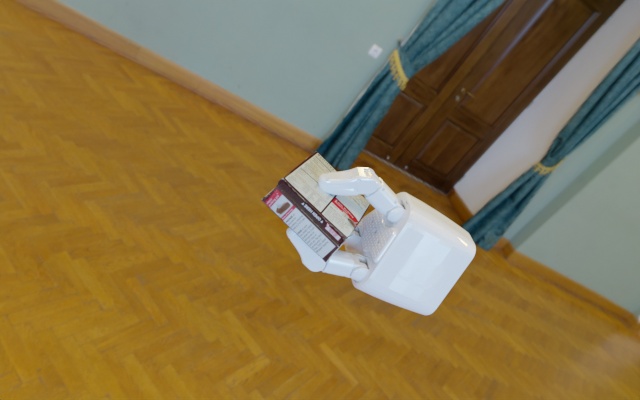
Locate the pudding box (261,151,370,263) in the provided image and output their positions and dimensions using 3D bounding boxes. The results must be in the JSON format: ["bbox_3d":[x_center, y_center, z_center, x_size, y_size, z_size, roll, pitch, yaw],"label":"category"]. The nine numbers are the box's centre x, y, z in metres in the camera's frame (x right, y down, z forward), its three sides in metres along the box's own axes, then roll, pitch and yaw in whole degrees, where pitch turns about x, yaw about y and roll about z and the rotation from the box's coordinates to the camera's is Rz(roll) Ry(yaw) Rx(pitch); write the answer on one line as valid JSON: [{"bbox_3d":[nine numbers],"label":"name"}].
[{"bbox_3d":[0.000,0.002,0.506,0.039,0.090,0.113,-47,0,25],"label":"pudding box"}]
